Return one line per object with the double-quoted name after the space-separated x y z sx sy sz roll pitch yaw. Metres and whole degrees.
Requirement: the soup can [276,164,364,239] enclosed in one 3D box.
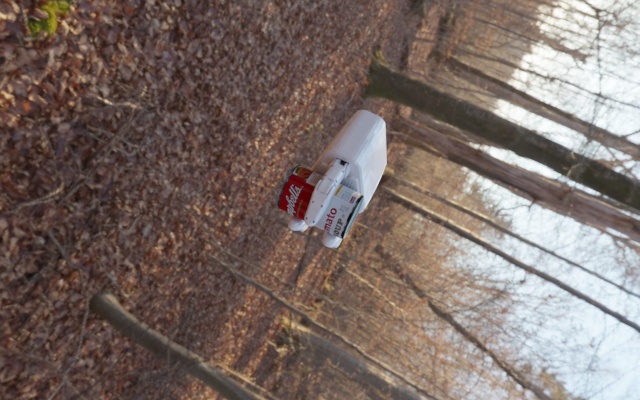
0.000 0.003 0.654 0.102 0.068 0.068 26 4 9 "soup can"
